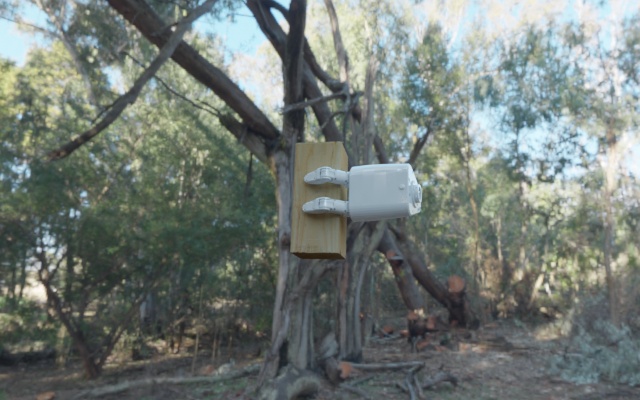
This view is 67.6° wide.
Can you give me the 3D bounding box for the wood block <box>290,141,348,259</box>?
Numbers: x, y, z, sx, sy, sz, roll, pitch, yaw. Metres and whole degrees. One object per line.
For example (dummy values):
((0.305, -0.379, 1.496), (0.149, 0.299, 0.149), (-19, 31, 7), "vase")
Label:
((0.001, 0.003, 0.899), (0.090, 0.206, 0.091), (-1, -15, 12), "wood block")
